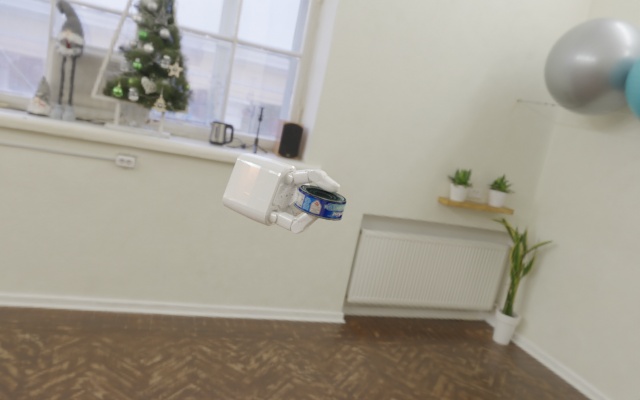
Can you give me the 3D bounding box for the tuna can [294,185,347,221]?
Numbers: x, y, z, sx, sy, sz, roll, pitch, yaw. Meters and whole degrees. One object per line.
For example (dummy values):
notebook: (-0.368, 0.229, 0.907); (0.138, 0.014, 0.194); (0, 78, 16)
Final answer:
tuna can: (0.000, 0.002, 0.807); (0.086, 0.034, 0.086); (16, 13, -4)
